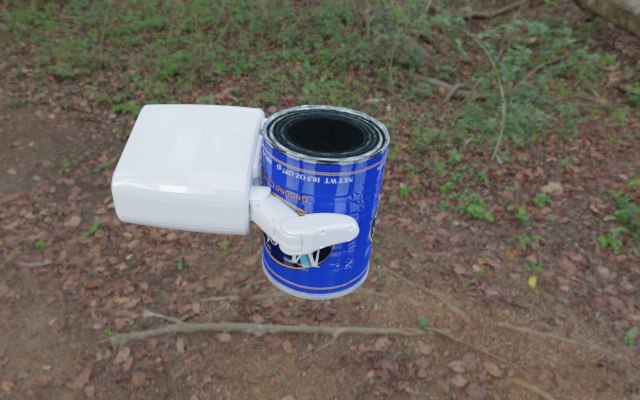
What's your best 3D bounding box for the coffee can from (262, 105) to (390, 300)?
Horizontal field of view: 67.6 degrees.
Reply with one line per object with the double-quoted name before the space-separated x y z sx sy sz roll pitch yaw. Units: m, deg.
"coffee can" 0.000 0.002 0.421 0.103 0.140 0.102 3 34 -2
